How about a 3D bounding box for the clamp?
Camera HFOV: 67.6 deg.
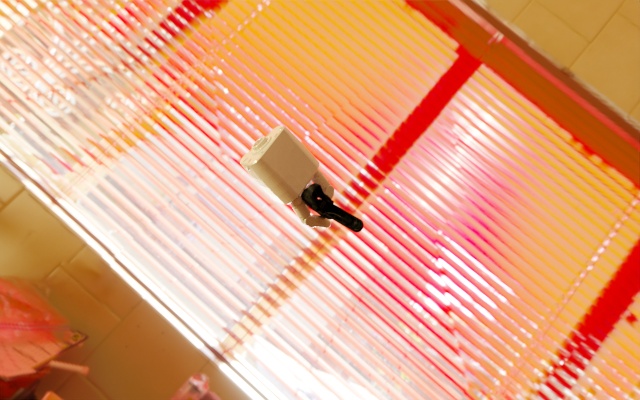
[{"bbox_3d":[0.001,0.002,0.871,0.120,0.039,0.171,47,-13,-24],"label":"clamp"}]
